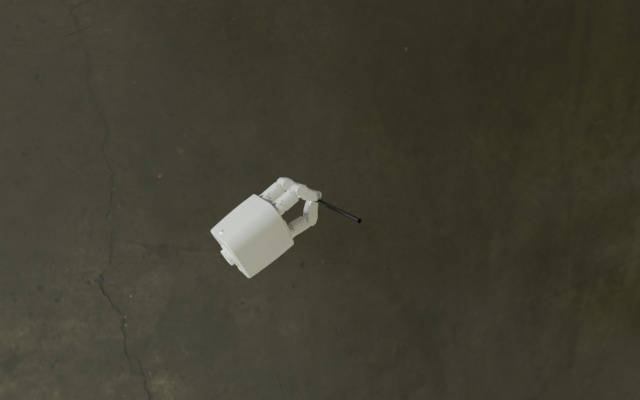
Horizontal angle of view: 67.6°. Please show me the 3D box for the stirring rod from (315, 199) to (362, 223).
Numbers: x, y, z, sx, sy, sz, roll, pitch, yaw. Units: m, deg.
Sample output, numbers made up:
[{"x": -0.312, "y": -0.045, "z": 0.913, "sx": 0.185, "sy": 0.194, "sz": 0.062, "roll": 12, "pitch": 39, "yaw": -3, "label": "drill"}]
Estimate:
[{"x": 0.000, "y": 0.003, "z": 0.869, "sx": 0.011, "sy": 0.011, "sz": 0.239, "roll": 0, "pitch": 15, "yaw": -33, "label": "stirring rod"}]
